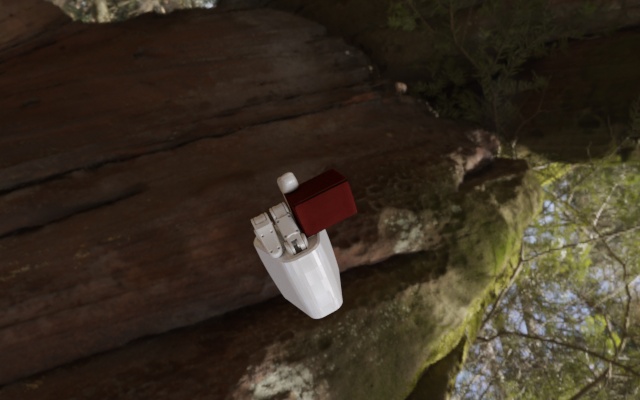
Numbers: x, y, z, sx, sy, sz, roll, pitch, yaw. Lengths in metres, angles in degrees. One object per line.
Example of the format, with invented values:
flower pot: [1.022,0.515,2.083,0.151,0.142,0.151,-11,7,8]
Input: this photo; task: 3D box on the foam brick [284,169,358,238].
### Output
foam brick: [0.000,0.002,0.626,0.078,0.051,0.053,-27,26,-8]
